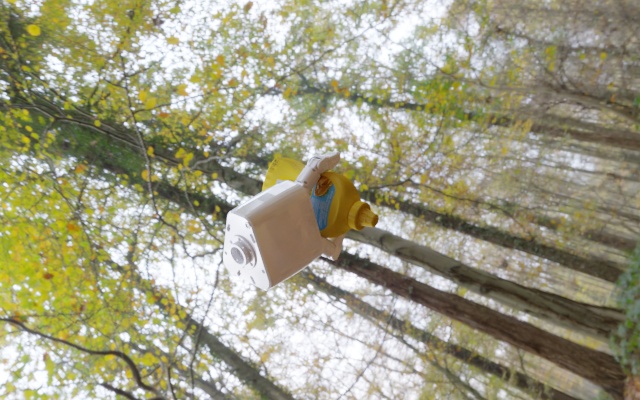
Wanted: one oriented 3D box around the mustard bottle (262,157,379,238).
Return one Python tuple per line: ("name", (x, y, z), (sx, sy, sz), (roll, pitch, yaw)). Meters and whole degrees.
("mustard bottle", (0.000, 0.002, 0.703), (0.191, 0.096, 0.058), (19, 9, 35))
